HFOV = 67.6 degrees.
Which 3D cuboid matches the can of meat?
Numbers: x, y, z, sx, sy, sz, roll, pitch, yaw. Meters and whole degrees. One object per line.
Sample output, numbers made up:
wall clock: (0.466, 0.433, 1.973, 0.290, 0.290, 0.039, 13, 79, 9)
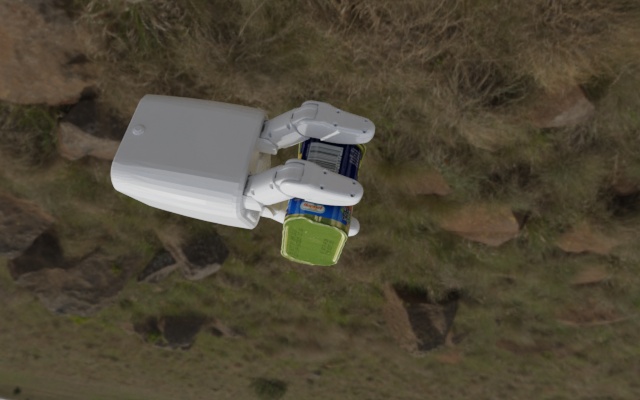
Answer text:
can of meat: (0.000, 0.002, 0.412, 0.057, 0.084, 0.102, 12, -27, 0)
